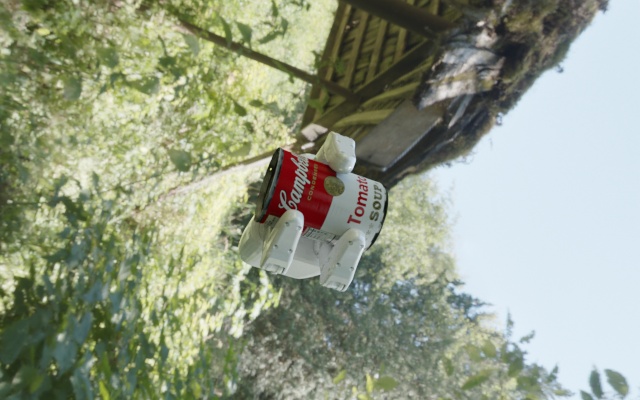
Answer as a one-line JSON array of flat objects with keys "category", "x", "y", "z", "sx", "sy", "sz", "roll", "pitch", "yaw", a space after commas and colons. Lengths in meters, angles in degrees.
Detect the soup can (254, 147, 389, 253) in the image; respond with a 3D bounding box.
[{"category": "soup can", "x": 0.001, "y": 0.001, "z": 0.423, "sx": 0.102, "sy": 0.068, "sz": 0.068, "roll": 18, "pitch": -4, "yaw": -13}]
